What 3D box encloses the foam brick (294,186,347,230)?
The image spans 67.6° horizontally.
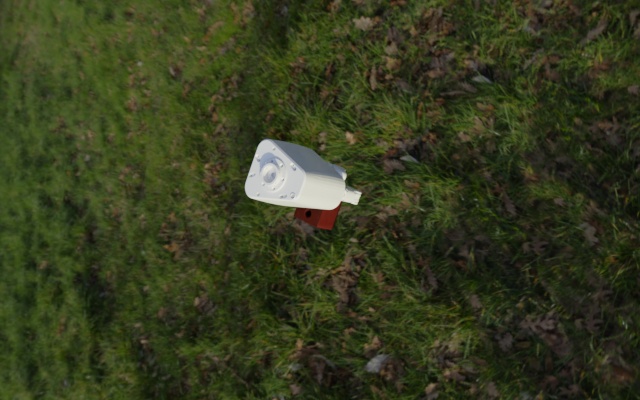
[{"bbox_3d":[0.000,0.003,0.793,0.053,0.078,0.051,24,9,32],"label":"foam brick"}]
